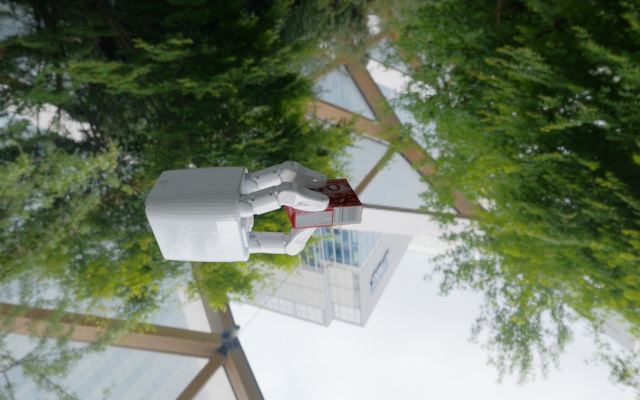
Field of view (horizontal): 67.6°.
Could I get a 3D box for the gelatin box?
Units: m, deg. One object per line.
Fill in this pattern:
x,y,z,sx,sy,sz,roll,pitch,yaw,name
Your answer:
0.000,0.002,0.597,0.089,0.030,0.073,-4,29,-14,gelatin box
